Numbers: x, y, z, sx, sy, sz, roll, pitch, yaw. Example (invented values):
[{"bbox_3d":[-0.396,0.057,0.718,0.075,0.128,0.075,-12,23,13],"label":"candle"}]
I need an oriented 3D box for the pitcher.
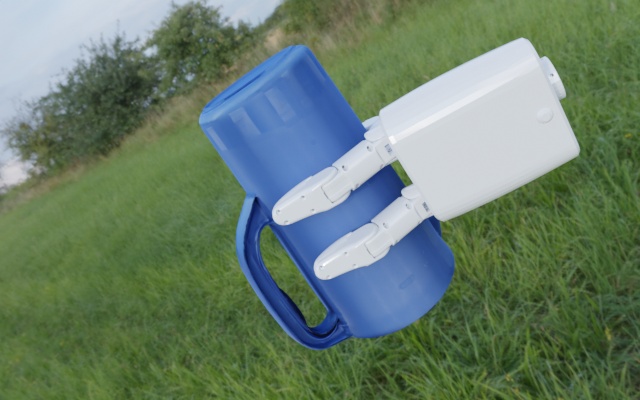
[{"bbox_3d":[0.000,0.001,0.419,0.145,0.243,0.149,-26,22,23],"label":"pitcher"}]
